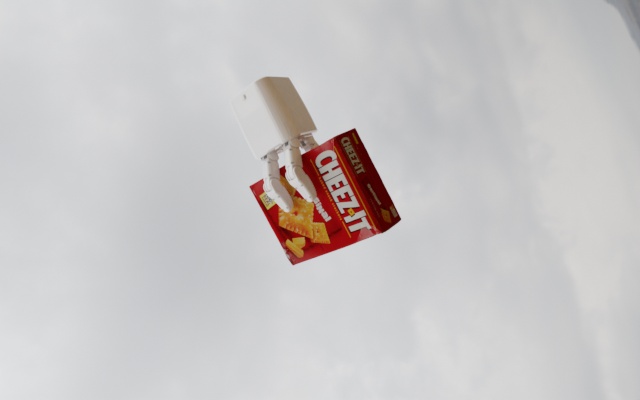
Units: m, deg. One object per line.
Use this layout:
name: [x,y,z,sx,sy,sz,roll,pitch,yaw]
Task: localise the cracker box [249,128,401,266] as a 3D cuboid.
cracker box: [0.000,0.003,0.789,0.214,0.164,0.072,-25,4,41]
